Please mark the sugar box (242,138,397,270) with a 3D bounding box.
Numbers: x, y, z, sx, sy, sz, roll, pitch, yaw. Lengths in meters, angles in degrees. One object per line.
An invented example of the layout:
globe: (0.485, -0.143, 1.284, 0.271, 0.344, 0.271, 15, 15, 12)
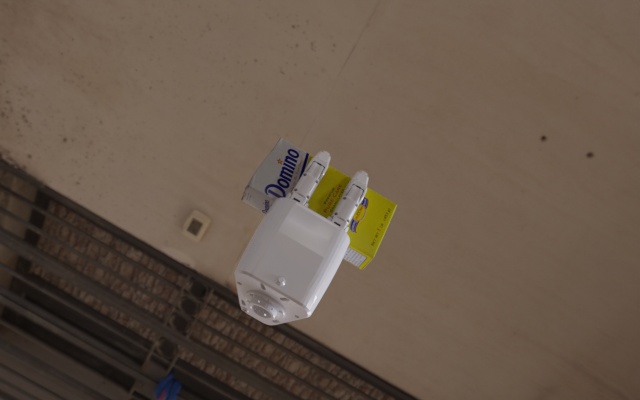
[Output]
sugar box: (0.000, 0.002, 0.605, 0.176, 0.093, 0.048, 31, -35, -2)
